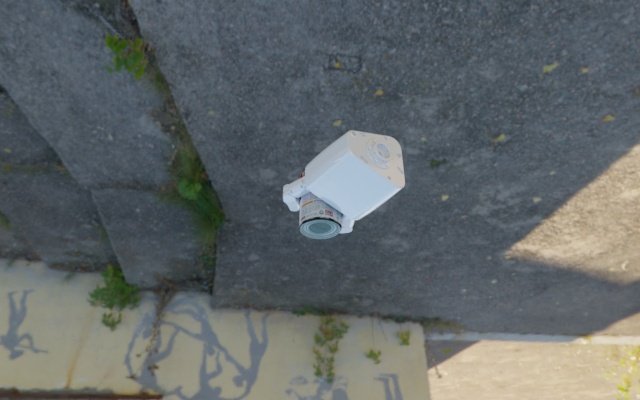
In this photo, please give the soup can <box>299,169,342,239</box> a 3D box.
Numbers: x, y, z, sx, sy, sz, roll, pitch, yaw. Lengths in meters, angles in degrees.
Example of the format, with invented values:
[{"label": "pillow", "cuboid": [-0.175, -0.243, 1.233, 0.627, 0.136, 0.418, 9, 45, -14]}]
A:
[{"label": "soup can", "cuboid": [0.000, 0.003, 0.769, 0.068, 0.102, 0.068, 0, -31, 0]}]
